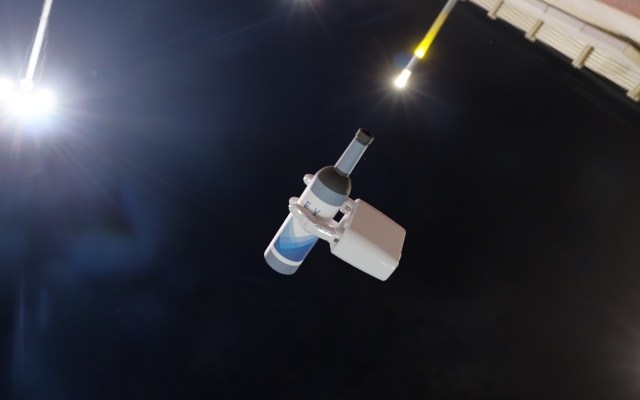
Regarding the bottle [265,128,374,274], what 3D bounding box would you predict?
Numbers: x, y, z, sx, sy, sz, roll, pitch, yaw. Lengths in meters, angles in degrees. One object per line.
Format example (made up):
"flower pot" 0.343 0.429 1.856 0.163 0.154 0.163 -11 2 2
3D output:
"bottle" 0.000 0.003 0.823 0.069 0.296 0.069 27 26 -14
